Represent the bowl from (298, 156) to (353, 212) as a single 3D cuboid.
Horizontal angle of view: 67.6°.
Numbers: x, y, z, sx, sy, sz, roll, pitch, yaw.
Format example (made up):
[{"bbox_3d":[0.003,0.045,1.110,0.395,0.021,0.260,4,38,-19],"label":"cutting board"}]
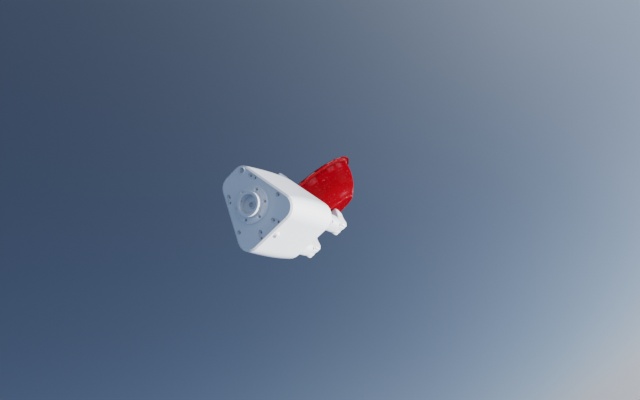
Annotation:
[{"bbox_3d":[0.001,0.003,0.777,0.162,0.055,0.162,-39,-11,-9],"label":"bowl"}]
